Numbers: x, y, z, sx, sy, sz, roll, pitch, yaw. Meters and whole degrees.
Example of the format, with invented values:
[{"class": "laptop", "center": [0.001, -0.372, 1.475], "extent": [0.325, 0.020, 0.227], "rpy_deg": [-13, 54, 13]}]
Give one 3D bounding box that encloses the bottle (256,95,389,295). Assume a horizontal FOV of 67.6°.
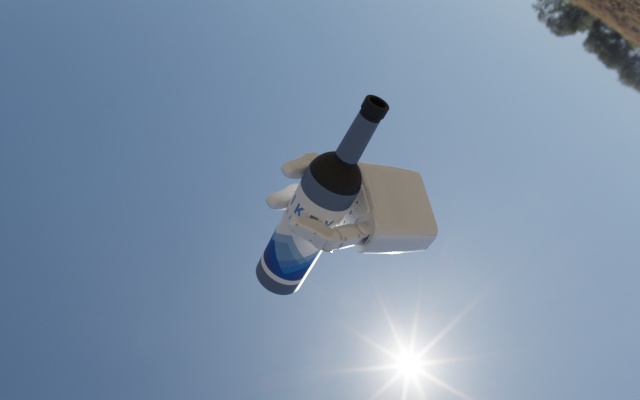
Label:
[{"class": "bottle", "center": [0.000, 0.002, 0.576], "extent": [0.069, 0.069, 0.296], "rpy_deg": [0, -44, -34]}]
